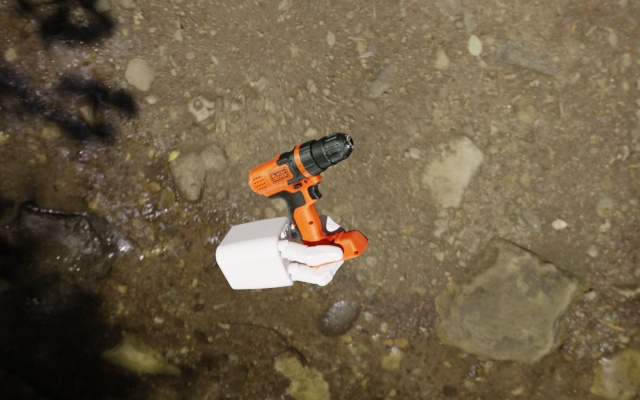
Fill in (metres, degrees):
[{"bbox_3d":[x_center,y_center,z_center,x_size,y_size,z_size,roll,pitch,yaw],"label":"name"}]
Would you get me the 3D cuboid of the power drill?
[{"bbox_3d":[0.000,0.003,0.729,0.184,0.188,0.057,-19,14,32],"label":"power drill"}]
